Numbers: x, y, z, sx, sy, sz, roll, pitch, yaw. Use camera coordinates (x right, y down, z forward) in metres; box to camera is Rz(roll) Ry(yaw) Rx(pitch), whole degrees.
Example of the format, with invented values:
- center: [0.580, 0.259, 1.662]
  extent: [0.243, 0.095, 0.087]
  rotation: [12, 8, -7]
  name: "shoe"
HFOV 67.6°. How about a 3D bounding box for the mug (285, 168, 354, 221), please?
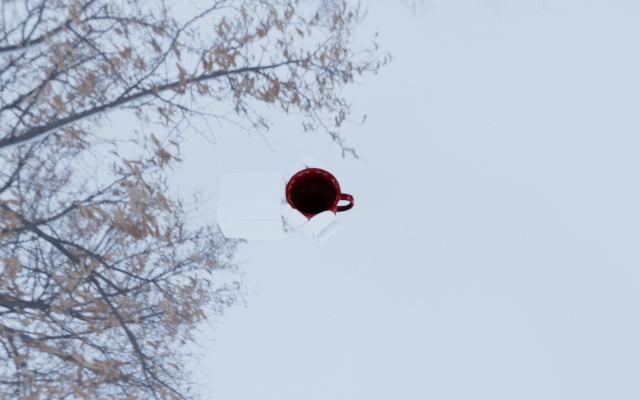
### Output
- center: [0.002, 0.003, 0.829]
  extent: [0.117, 0.093, 0.081]
  rotation: [-1, -26, 0]
  name: "mug"
